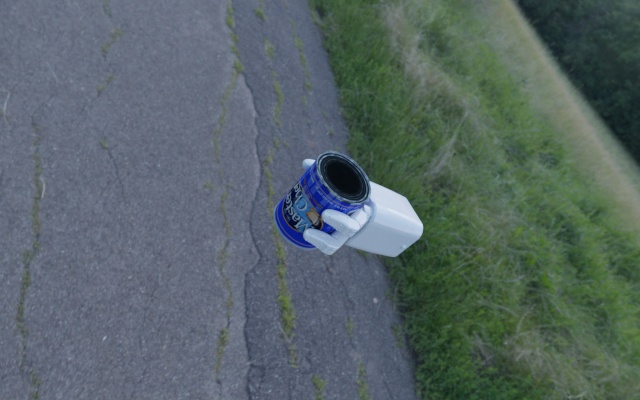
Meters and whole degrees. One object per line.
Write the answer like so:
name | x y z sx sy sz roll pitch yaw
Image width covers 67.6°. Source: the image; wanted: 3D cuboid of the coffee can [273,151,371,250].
coffee can | 0.000 0.003 0.778 0.103 0.102 0.140 0 -34 -40
